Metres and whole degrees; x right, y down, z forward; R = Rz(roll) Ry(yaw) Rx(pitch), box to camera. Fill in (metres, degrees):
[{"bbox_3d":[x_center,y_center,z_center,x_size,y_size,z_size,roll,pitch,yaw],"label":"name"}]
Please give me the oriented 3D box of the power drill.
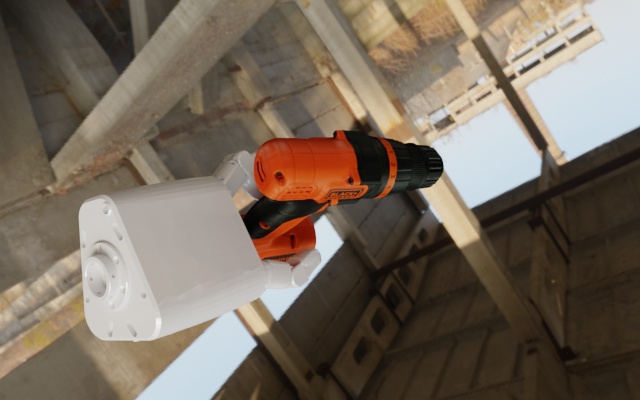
[{"bbox_3d":[0.000,0.002,0.448,0.184,0.057,0.188,-1,-27,-33],"label":"power drill"}]
